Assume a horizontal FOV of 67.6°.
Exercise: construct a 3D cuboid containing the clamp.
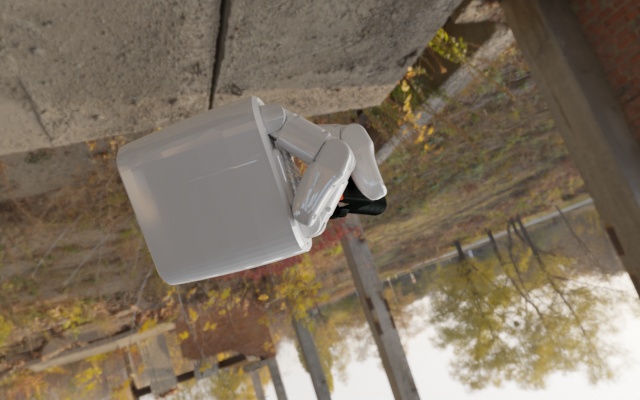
[{"bbox_3d":[0.000,0.002,0.443,0.120,0.039,0.171,-15,-12,7],"label":"clamp"}]
